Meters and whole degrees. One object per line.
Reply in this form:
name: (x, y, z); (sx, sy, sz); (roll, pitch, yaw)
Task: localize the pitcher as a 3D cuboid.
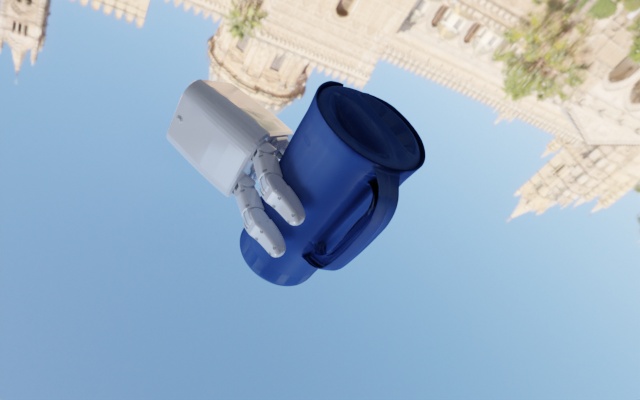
pitcher: (0.000, 0.002, 0.549); (0.243, 0.145, 0.149); (-54, -8, 37)
